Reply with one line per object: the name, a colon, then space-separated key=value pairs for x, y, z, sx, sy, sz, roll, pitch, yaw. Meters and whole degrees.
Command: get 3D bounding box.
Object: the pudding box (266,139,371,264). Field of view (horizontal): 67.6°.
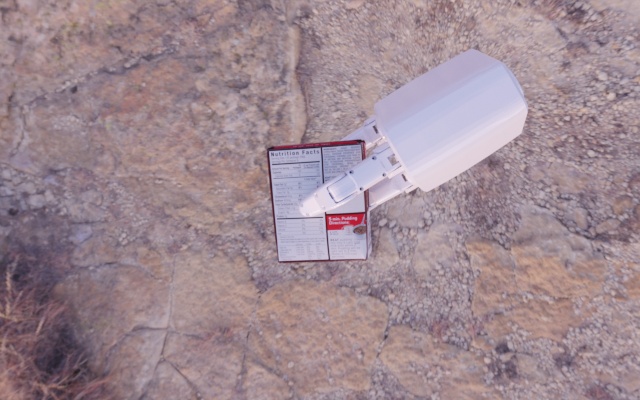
pudding box: x=0.000 y=0.001 z=0.450 sx=0.090 sy=0.113 sz=0.039 roll=-2 pitch=8 yaw=9
